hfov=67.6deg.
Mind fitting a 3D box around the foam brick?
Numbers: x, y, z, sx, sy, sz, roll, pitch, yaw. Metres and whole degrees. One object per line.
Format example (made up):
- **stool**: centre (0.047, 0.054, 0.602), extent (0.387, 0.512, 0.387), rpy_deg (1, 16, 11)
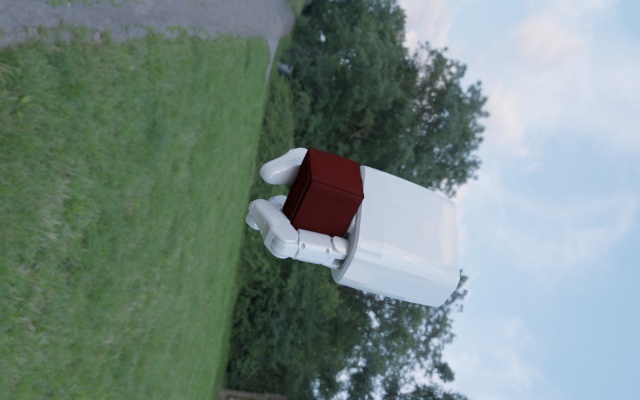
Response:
- **foam brick**: centre (0.000, 0.001, 0.432), extent (0.051, 0.078, 0.053), rpy_deg (16, 37, -14)
